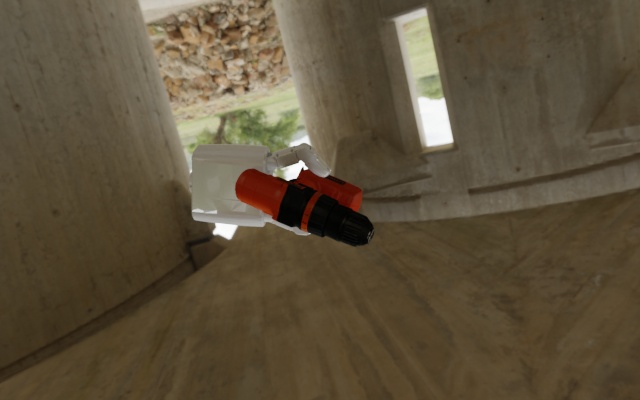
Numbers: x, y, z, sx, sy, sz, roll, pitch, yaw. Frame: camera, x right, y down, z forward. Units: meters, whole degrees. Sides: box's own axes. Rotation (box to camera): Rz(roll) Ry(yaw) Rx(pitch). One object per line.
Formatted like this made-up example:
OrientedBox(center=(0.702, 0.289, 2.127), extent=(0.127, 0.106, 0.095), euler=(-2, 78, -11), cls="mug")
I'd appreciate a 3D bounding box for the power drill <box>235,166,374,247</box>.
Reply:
OrientedBox(center=(0.000, 0.002, 0.651), extent=(0.184, 0.057, 0.187), euler=(24, 11, 14), cls="power drill")
